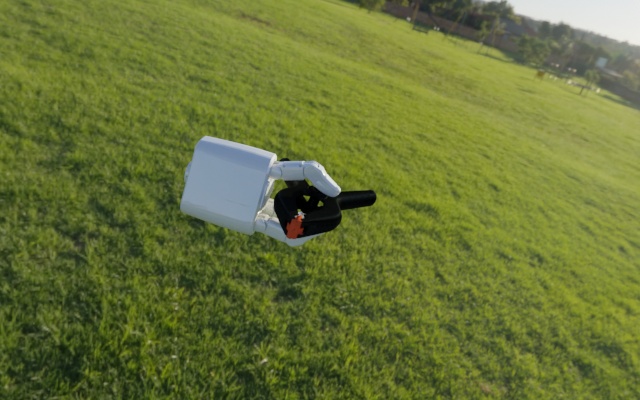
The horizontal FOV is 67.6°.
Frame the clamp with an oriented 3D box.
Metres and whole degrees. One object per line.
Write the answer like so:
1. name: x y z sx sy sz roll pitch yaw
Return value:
1. clamp: 0.000 0.002 0.674 0.164 0.036 0.210 17 24 0
